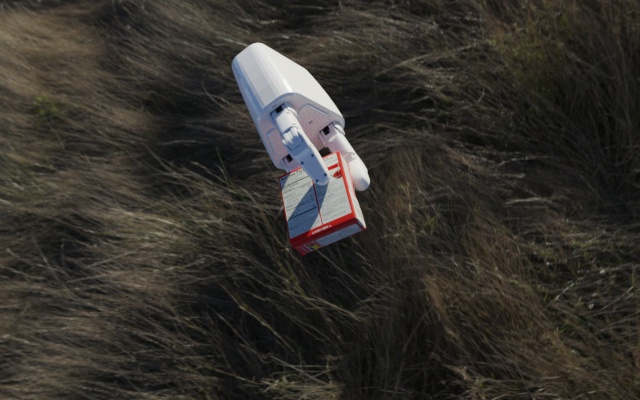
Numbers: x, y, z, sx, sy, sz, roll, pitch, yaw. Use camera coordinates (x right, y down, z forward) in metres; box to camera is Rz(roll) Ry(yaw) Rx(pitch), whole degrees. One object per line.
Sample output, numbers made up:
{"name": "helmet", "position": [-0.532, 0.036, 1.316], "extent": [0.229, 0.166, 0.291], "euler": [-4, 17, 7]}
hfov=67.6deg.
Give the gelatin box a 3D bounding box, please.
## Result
{"name": "gelatin box", "position": [0.000, 0.002, 0.489], "extent": [0.073, 0.089, 0.030], "euler": [-24, -36, 16]}
